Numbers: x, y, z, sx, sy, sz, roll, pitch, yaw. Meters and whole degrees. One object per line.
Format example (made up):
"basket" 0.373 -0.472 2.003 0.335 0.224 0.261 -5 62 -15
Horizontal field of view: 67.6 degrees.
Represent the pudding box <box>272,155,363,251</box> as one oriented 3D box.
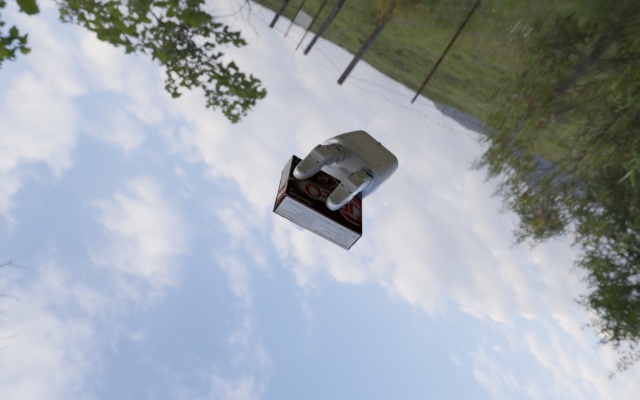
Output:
"pudding box" 0.000 0.002 0.609 0.113 0.039 0.090 27 33 -15
